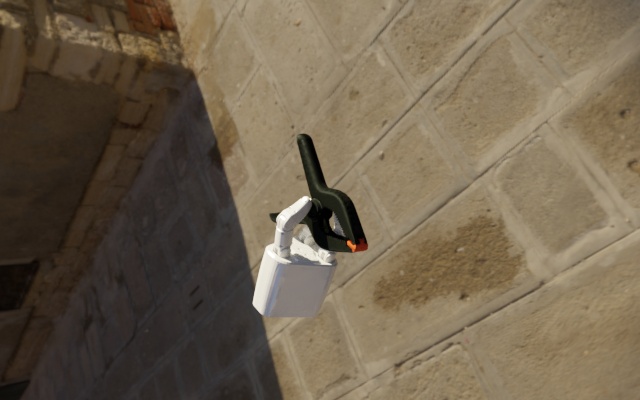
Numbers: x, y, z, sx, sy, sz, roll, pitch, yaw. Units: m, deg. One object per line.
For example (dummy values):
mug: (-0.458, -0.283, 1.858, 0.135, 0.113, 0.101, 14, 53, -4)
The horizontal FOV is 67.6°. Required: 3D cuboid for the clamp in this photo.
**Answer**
clamp: (0.000, 0.003, 0.729, 0.036, 0.165, 0.210, -4, 28, -41)
